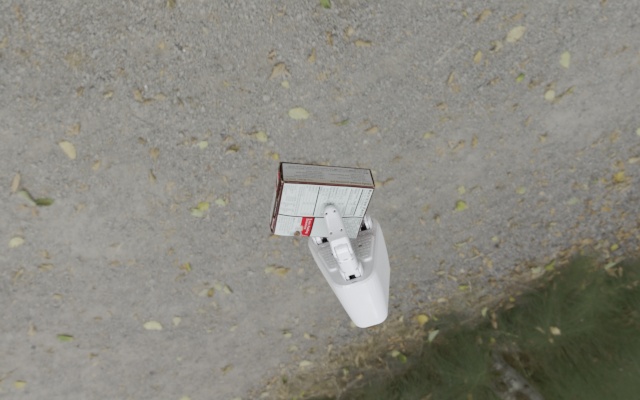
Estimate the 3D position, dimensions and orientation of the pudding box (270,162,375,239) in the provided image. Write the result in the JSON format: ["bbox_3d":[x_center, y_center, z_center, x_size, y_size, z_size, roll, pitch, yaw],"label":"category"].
[{"bbox_3d":[0.000,0.002,0.573,0.113,0.090,0.039,3,42,-14],"label":"pudding box"}]
